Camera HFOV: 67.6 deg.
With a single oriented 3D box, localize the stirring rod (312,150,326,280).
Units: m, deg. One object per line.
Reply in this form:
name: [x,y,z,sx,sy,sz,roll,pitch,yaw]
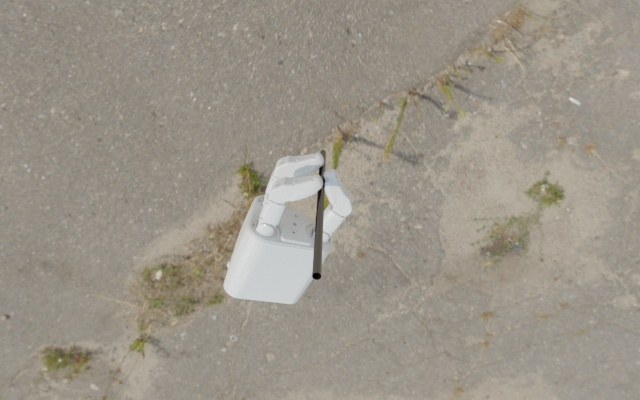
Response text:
stirring rod: [0.000,0.002,0.511,0.011,0.011,0.239,0,32,2]
